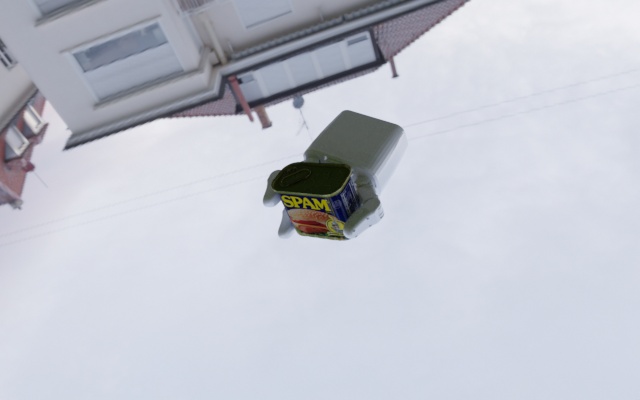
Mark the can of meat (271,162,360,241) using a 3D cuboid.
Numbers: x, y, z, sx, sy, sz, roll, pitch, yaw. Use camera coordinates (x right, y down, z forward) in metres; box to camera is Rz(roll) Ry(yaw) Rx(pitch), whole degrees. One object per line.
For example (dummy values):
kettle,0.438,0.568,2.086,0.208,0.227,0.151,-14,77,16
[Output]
can of meat,0.000,0.002,0.605,0.102,0.084,0.057,6,46,32
